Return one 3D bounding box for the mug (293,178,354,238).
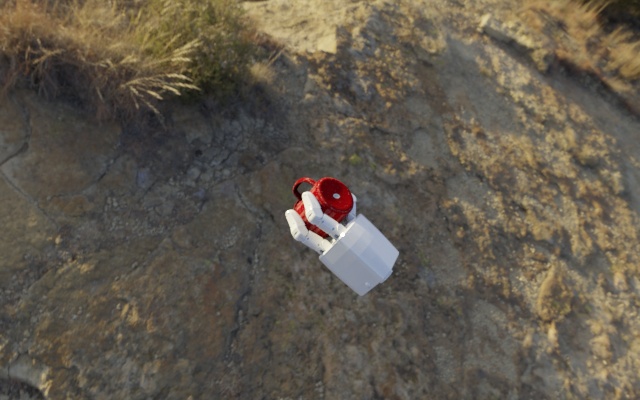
[{"bbox_3d":[-0.001,0.002,0.892,0.081,0.117,0.093,-48,-1,41],"label":"mug"}]
